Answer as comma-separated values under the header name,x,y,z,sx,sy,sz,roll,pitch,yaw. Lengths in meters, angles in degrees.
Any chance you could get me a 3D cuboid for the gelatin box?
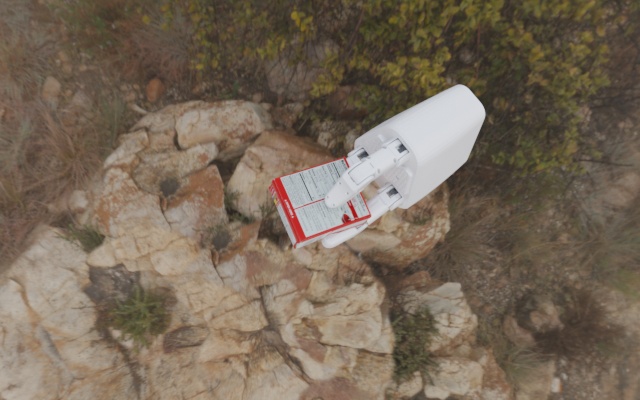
name,x,y,z,sx,sy,sz,roll,pitch,yaw
gelatin box,0.000,0.002,0.506,0.089,0.073,0.030,-19,-14,-22
